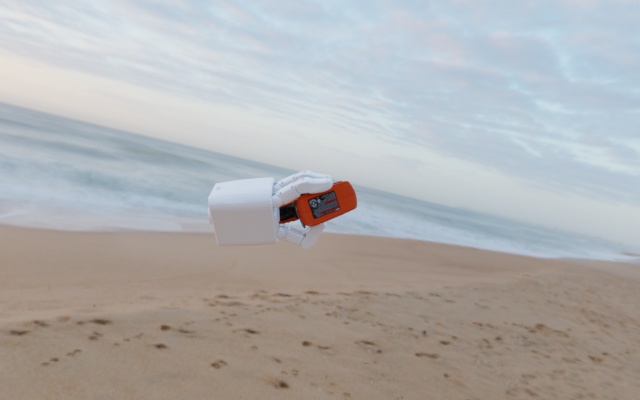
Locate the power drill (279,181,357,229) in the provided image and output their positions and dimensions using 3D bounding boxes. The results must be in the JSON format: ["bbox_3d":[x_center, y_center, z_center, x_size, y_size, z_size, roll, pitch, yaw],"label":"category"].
[{"bbox_3d":[0.000,0.003,0.894,0.184,0.057,0.187,-22,4,-17],"label":"power drill"}]
